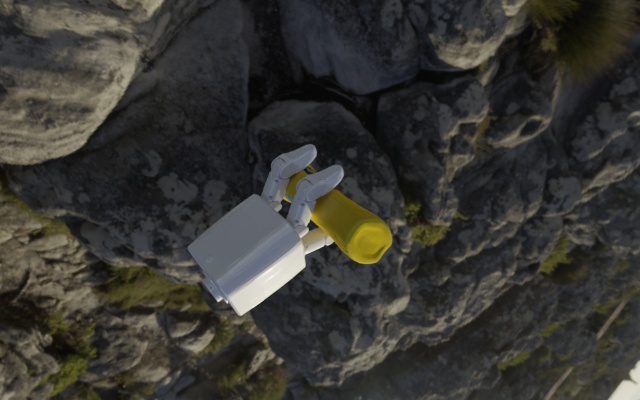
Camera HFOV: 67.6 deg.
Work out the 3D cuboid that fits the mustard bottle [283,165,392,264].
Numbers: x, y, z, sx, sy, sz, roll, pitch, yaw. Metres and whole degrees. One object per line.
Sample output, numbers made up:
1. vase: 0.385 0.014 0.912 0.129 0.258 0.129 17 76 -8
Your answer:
1. mustard bottle: 0.000 0.002 0.608 0.191 0.058 0.096 39 3 37
